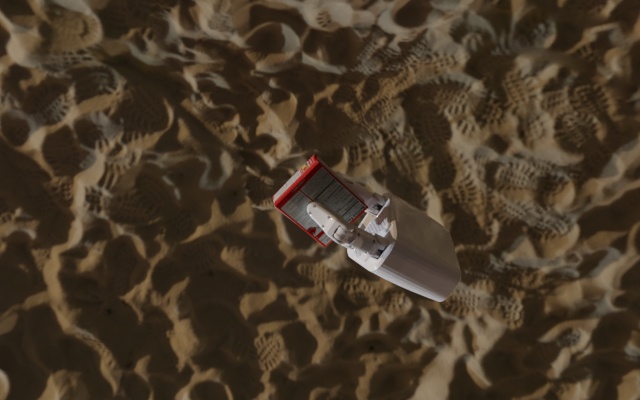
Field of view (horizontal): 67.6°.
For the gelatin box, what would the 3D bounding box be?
[{"bbox_3d":[0.000,0.002,0.563,0.089,0.073,0.030,41,11,-24],"label":"gelatin box"}]
